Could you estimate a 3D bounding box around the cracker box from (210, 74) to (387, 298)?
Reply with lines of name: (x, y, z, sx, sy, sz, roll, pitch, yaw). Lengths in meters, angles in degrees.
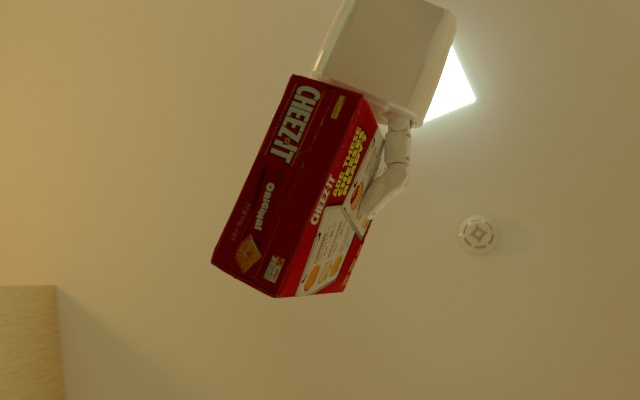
cracker box: (0.000, 0.002, 0.454, 0.072, 0.164, 0.214, 22, -3, 18)
